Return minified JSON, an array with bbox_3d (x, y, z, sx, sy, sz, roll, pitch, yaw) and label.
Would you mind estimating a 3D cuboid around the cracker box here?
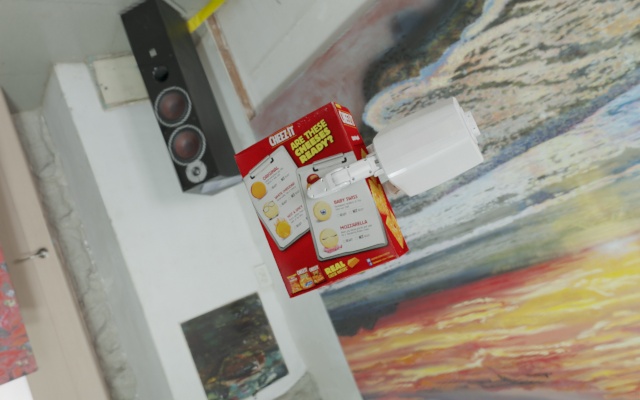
[{"bbox_3d":[0.000,0.002,0.646,0.164,0.213,0.072,-25,-7,21],"label":"cracker box"}]
